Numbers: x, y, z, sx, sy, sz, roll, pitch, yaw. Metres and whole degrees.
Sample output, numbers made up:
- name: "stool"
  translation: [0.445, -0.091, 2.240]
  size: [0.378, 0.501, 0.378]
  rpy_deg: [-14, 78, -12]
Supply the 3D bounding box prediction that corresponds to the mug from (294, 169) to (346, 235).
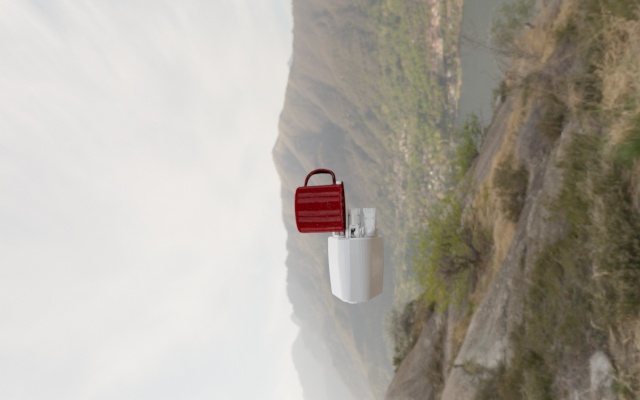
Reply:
- name: "mug"
  translation: [0.000, 0.001, 0.825]
  size: [0.081, 0.117, 0.093]
  rpy_deg: [-3, -5, 6]
